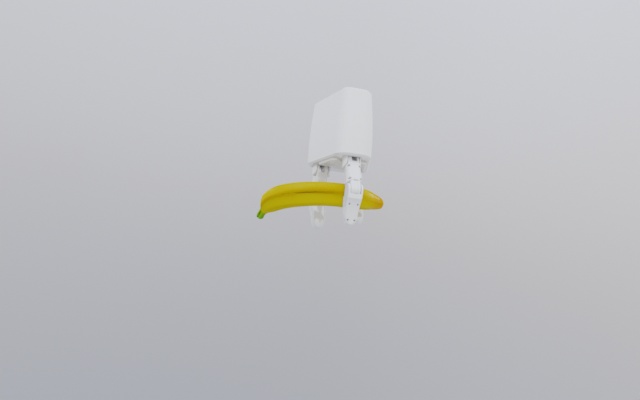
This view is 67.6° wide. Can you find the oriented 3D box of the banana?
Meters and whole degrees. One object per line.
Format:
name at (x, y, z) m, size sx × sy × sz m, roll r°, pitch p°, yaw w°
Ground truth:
banana at (-0.006, -0.004, 0.711) m, size 0.198 × 0.037 × 0.070 m, roll -3°, pitch -21°, yaw 8°
